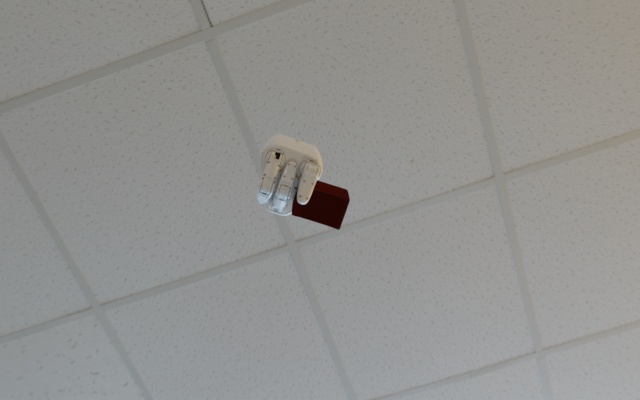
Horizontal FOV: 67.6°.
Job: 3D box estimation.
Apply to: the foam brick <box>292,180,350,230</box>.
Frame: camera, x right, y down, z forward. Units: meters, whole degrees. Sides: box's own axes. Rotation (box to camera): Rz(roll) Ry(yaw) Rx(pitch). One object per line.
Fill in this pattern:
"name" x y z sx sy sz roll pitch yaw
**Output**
"foam brick" 0.000 0.003 0.734 0.078 0.053 0.051 18 18 -7
